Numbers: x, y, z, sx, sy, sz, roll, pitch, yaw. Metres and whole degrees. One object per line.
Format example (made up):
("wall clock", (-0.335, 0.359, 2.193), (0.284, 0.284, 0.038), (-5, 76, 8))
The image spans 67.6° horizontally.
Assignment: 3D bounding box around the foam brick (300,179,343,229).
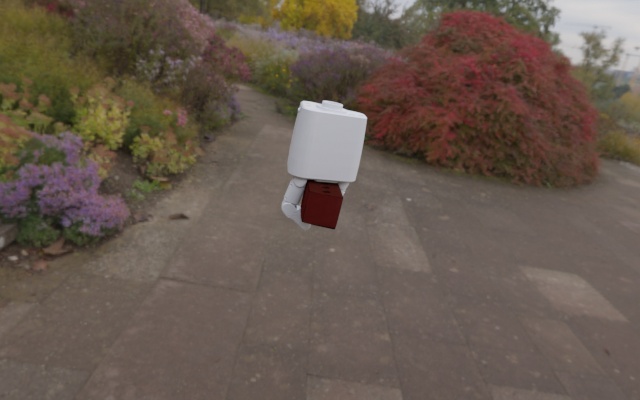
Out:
("foam brick", (0.000, 0.003, 0.729), (0.053, 0.051, 0.078), (12, 17, -9))
